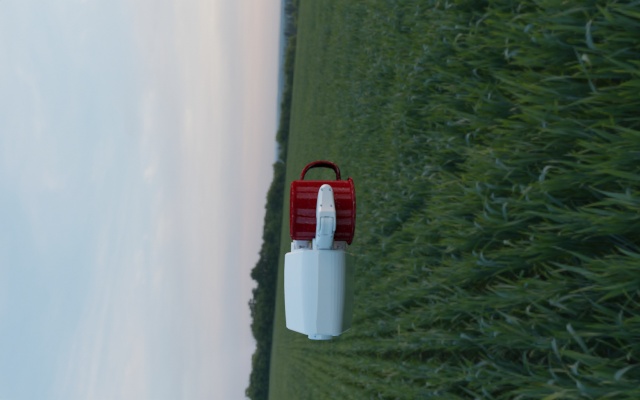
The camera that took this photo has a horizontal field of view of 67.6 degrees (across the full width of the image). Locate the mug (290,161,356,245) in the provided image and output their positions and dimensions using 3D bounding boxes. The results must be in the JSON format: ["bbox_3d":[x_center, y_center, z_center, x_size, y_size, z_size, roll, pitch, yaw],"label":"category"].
[{"bbox_3d":[0.000,0.001,0.648,0.081,0.117,0.093,1,-11,-6],"label":"mug"}]
